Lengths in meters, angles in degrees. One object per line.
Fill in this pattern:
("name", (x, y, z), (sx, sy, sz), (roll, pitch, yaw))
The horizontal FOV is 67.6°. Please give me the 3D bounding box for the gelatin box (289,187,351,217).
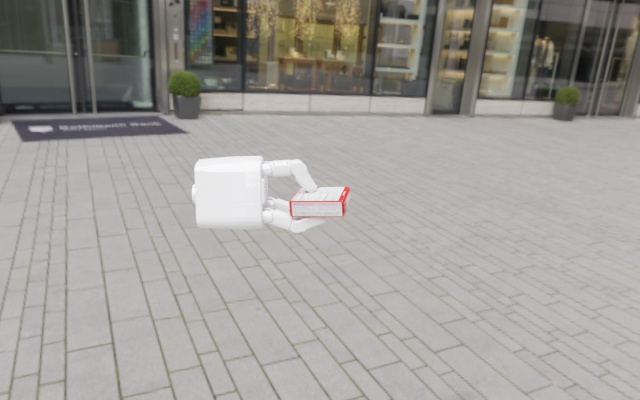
("gelatin box", (0.000, 0.002, 0.776), (0.089, 0.030, 0.073), (-1, 18, 12))
